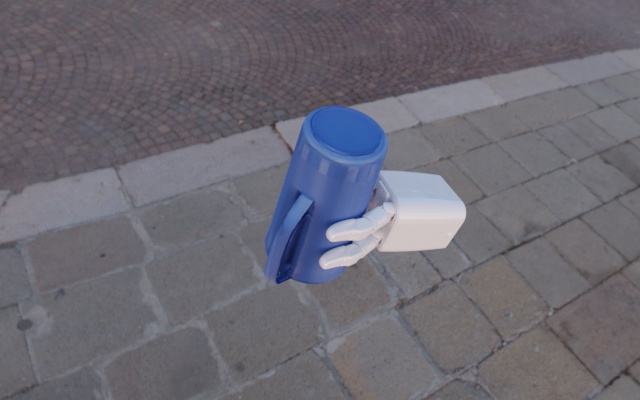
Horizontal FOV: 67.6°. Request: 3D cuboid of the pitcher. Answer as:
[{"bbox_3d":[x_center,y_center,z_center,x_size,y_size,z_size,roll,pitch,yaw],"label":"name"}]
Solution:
[{"bbox_3d":[0.000,0.002,0.649,0.145,0.149,0.243,2,-42,-15],"label":"pitcher"}]
